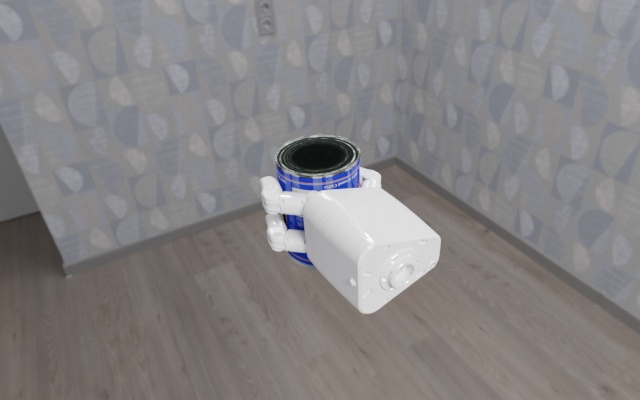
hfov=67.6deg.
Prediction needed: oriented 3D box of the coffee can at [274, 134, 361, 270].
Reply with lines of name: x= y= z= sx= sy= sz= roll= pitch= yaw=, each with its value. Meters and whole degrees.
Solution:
coffee can: x=0.000 y=0.002 z=0.604 sx=0.103 sy=0.140 sz=0.102 roll=-3 pitch=34 yaw=2
